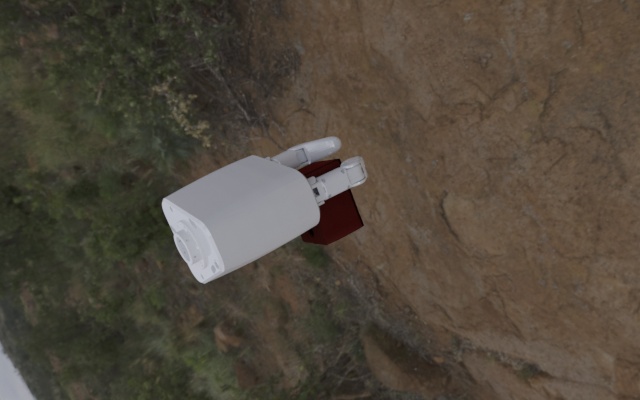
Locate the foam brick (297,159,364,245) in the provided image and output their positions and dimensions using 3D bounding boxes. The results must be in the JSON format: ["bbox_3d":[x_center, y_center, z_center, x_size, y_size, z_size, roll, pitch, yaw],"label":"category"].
[{"bbox_3d":[0.000,0.002,0.503,0.051,0.078,0.053,-28,14,-28],"label":"foam brick"}]
